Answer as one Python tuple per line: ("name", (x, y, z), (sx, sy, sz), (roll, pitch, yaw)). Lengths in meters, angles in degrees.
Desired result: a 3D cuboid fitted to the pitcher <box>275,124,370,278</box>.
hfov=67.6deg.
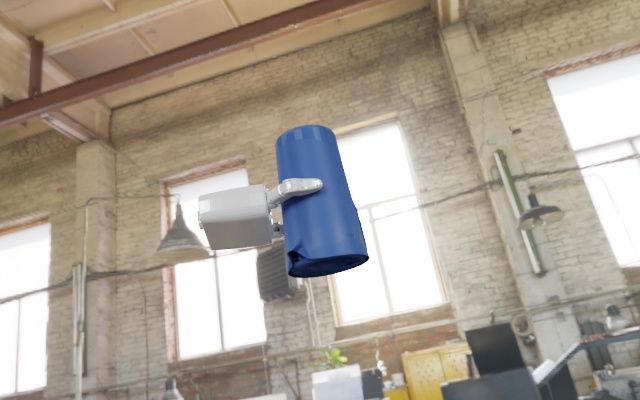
("pitcher", (0.000, 0.003, 0.805), (0.145, 0.242, 0.149), (-9, -20, -5))
